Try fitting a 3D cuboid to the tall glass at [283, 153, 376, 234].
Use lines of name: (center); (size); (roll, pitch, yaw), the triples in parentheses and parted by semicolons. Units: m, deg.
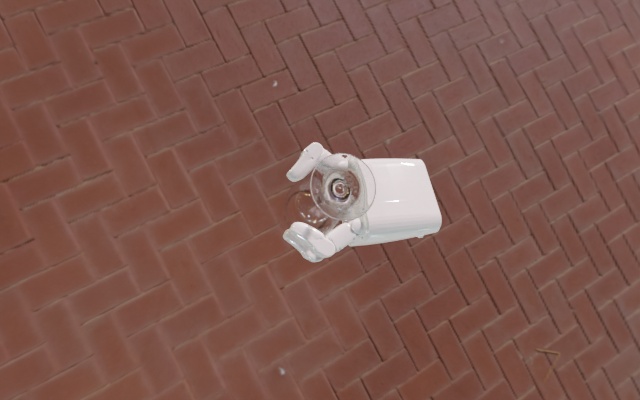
tall glass: (0.000, 0.002, 0.605); (0.079, 0.079, 0.201); (0, -10, -15)
